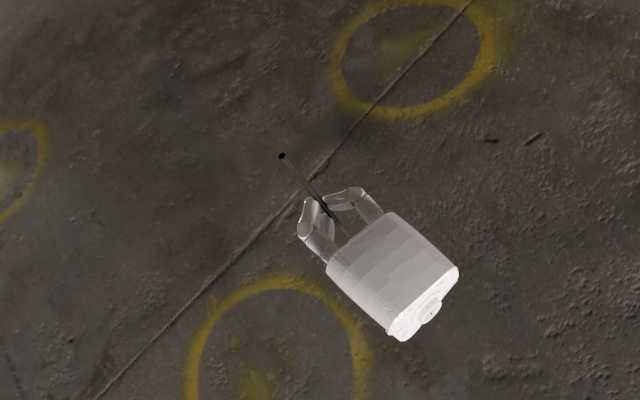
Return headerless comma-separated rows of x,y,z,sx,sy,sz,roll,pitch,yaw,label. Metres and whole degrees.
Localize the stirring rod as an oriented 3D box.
0.000,0.002,0.611,0.011,0.011,0.240,0,-24,22,stirring rod
